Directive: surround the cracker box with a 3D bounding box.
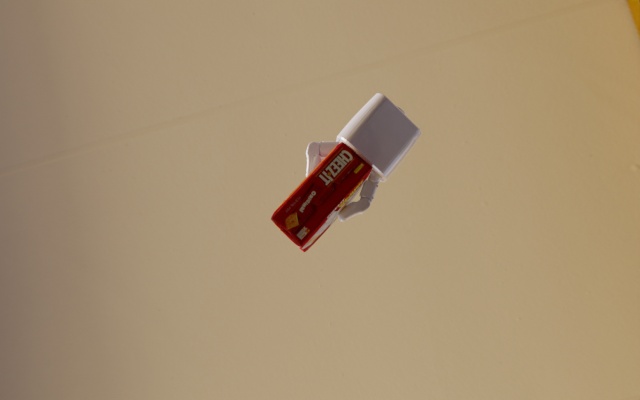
[{"bbox_3d":[0.000,0.003,0.810,0.072,0.164,0.214,42,-6,6],"label":"cracker box"}]
